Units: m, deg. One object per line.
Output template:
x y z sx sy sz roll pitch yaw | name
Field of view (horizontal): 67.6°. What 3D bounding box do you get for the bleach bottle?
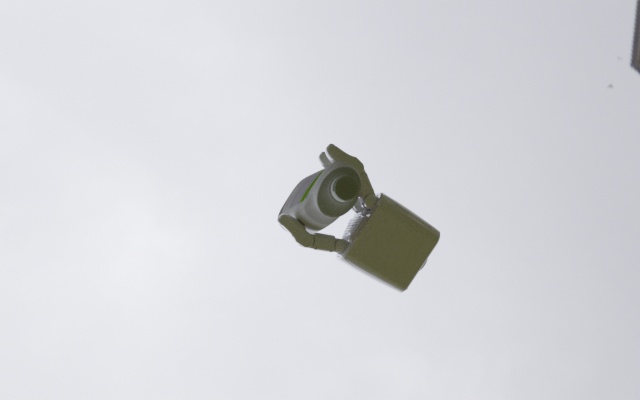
0.000 0.002 0.669 0.068 0.102 0.251 32 -10 -8 | bleach bottle
